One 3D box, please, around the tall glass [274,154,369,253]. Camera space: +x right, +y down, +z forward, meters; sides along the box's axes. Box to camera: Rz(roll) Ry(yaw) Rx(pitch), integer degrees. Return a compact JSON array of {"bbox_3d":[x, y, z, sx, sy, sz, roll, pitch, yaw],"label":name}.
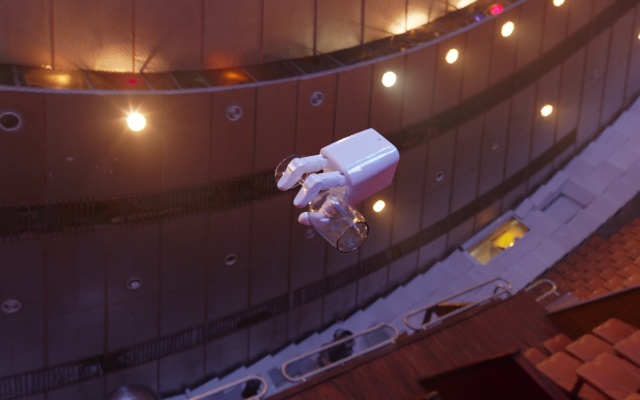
[{"bbox_3d":[0.000,0.002,0.816,0.079,0.079,0.201,0,35,-39],"label":"tall glass"}]
